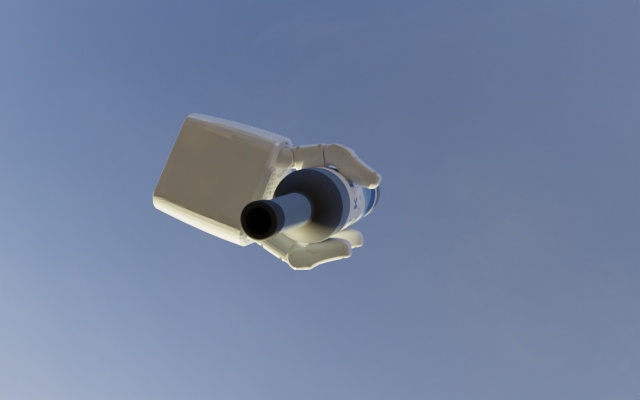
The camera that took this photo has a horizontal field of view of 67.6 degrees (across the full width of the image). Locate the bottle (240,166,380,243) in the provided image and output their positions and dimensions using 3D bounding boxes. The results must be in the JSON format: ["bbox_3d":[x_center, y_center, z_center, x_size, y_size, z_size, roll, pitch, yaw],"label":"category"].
[{"bbox_3d":[0.000,0.001,0.456,0.069,0.069,0.295,0,5,16],"label":"bottle"}]
